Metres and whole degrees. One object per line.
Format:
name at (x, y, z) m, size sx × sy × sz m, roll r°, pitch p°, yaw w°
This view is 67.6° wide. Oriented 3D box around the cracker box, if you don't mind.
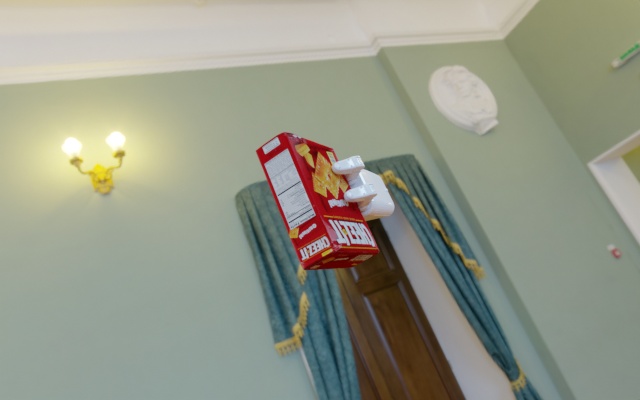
cracker box at (0.000, 0.003, 0.789) m, size 0.072 × 0.213 × 0.164 m, roll -32°, pitch -20°, yaw 24°
